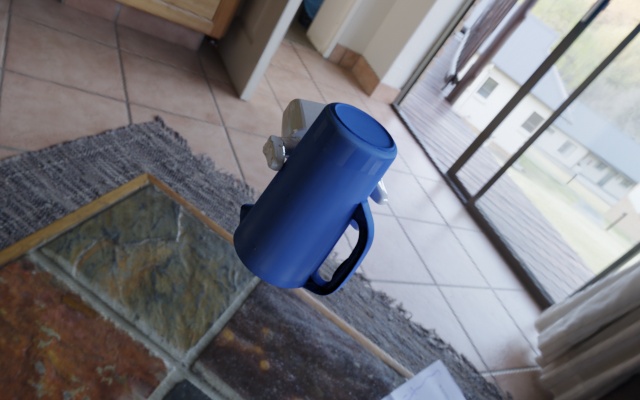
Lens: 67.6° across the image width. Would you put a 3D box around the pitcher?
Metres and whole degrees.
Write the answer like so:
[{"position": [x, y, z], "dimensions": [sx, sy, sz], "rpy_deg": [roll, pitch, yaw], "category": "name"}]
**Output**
[{"position": [0.000, 0.002, 0.636], "dimensions": [0.149, 0.243, 0.145], "rpy_deg": [23, 32, -22], "category": "pitcher"}]
